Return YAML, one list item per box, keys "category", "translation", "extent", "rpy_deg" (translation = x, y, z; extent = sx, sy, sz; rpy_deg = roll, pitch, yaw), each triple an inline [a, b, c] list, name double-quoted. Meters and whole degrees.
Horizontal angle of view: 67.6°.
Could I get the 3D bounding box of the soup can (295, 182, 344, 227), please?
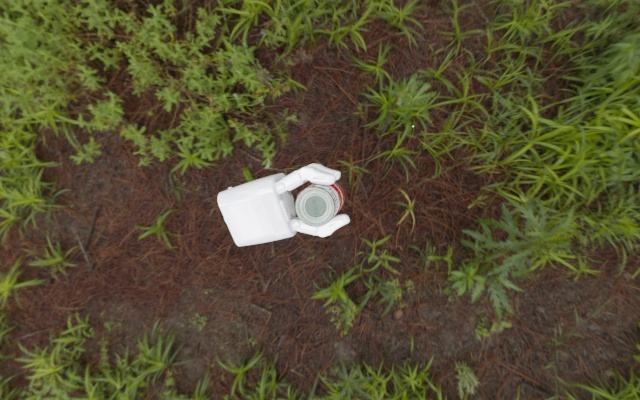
- category: "soup can"
  translation: [0.001, 0.003, 0.812]
  extent: [0.068, 0.068, 0.102]
  rpy_deg: [0, 9, 11]
